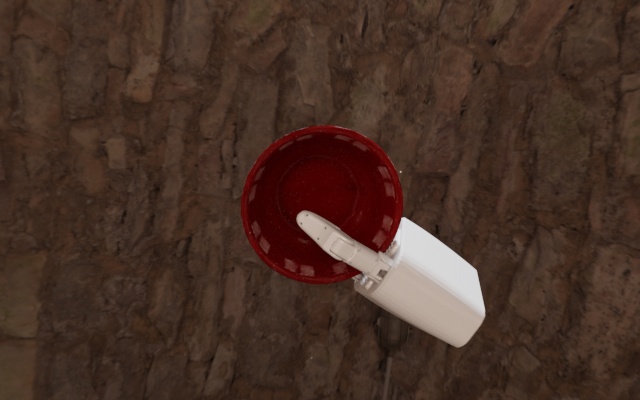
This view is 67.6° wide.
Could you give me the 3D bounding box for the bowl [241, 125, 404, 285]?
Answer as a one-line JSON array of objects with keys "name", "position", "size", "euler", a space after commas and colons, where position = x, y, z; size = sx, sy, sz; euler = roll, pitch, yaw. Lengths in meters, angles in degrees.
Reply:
[{"name": "bowl", "position": [-0.001, 0.001, 0.494], "size": [0.162, 0.162, 0.055], "euler": [0, 14, -7]}]
